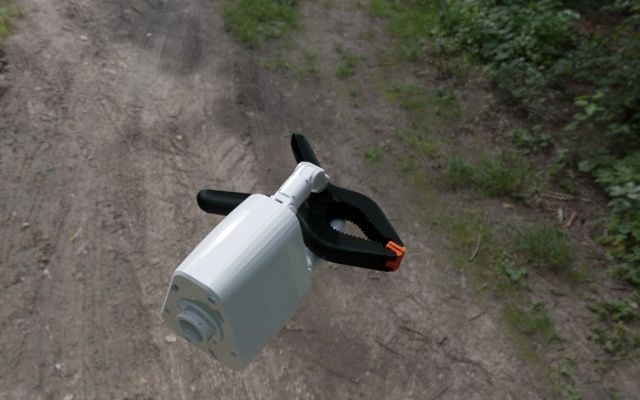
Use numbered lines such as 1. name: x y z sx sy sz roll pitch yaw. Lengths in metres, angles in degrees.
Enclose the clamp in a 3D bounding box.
1. clamp: 0.001 0.001 0.509 0.210 0.036 0.164 27 46 17
